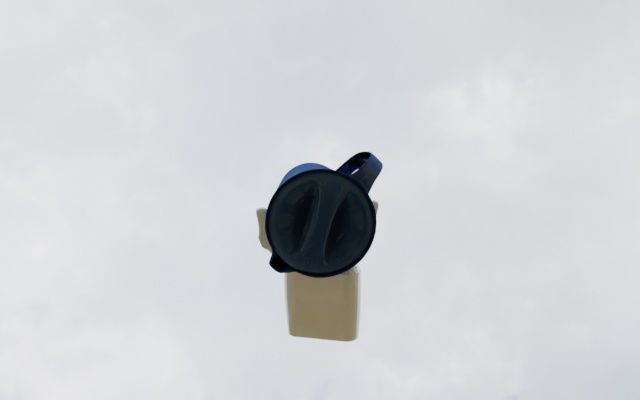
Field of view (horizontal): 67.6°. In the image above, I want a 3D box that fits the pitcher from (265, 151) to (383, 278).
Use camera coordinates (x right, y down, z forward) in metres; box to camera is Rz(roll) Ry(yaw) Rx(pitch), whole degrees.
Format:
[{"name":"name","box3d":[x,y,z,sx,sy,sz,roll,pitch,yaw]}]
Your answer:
[{"name":"pitcher","box3d":[0.000,0.002,0.677,0.149,0.145,0.243,-3,10,-4]}]
